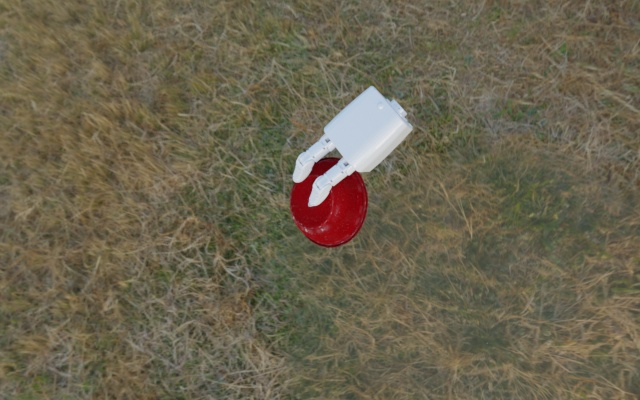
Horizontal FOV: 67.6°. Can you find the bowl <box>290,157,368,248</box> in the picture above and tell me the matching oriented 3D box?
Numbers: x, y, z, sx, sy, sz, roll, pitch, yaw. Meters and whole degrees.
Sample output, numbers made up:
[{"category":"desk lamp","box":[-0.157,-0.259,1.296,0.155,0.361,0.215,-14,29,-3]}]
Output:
[{"category":"bowl","box":[-0.001,0.004,0.830,0.162,0.162,0.055,0,-1,36]}]
